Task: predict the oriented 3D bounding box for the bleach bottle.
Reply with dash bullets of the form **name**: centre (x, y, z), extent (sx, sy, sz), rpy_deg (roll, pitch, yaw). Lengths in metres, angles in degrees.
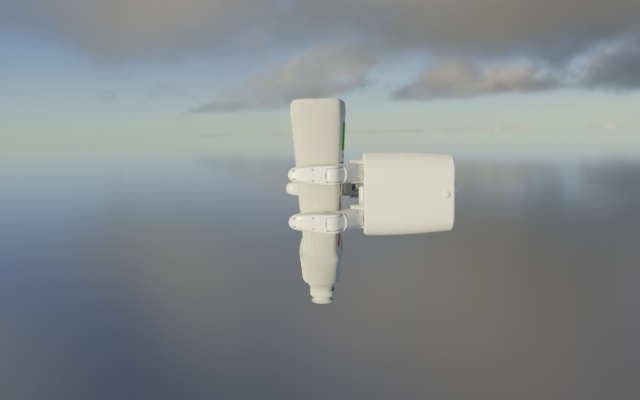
- **bleach bottle**: centre (0.000, 0.002, 0.602), extent (0.068, 0.251, 0.102), rpy_deg (-1, 8, 2)
